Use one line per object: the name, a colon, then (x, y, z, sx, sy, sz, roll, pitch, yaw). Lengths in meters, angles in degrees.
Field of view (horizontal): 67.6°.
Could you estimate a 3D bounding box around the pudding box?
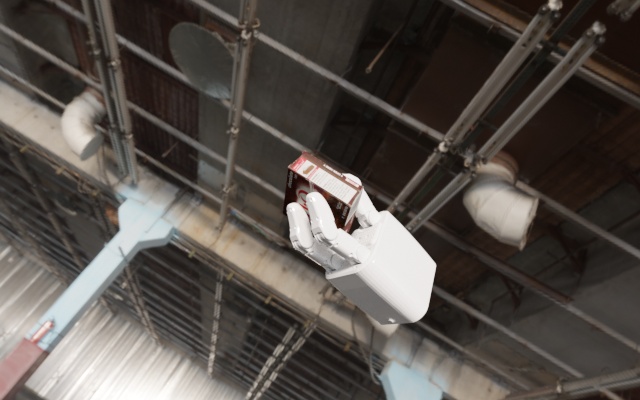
pudding box: (0.000, 0.002, 0.604, 0.090, 0.039, 0.114, 32, -33, 12)
